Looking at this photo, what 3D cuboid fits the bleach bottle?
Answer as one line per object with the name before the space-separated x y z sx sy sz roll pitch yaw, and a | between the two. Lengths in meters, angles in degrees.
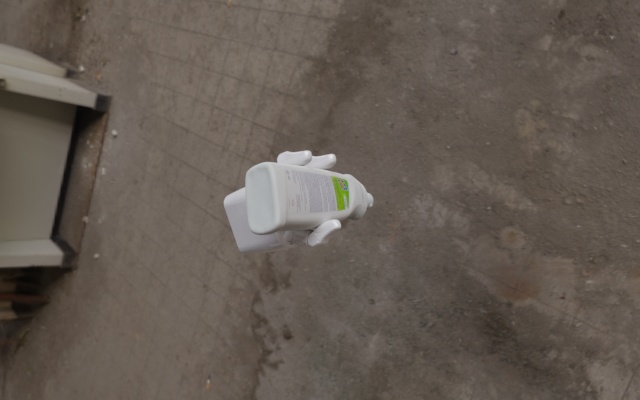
bleach bottle | 0.000 0.002 0.742 0.068 0.102 0.251 -15 -13 40
